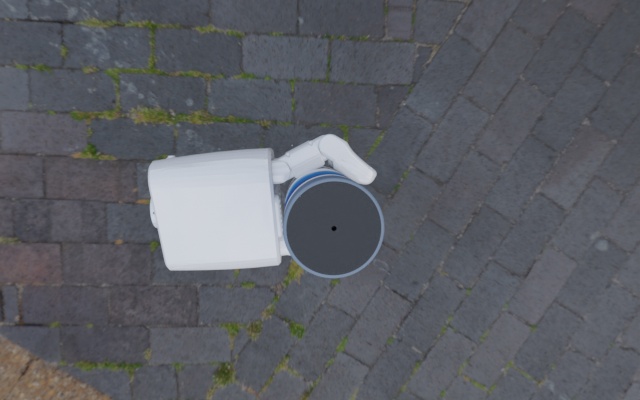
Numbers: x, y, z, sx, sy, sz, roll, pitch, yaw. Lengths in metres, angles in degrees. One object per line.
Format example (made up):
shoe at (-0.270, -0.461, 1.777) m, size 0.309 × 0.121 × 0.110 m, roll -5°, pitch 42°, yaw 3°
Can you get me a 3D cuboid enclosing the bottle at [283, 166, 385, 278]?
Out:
bottle at (0.000, 0.002, 0.454) m, size 0.069 × 0.069 × 0.295 m, roll 0°, pitch 7°, yaw -3°
